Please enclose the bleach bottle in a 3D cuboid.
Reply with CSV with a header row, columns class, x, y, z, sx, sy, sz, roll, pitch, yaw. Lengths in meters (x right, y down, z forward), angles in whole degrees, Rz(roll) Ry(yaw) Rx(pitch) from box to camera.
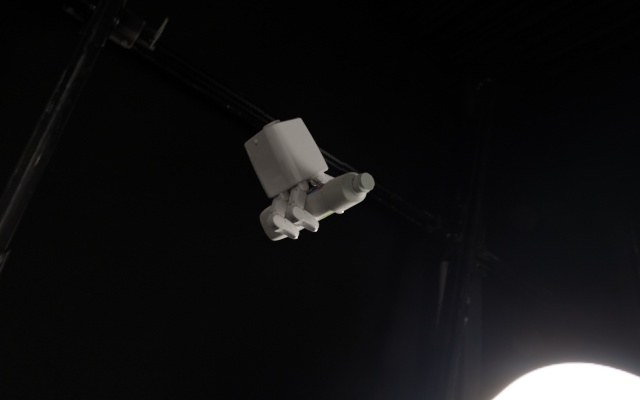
class,x,y,z,sx,sy,sz,roll,pitch,yaw
bleach bottle,0.000,0.003,0.827,0.102,0.068,0.251,-29,3,-43
